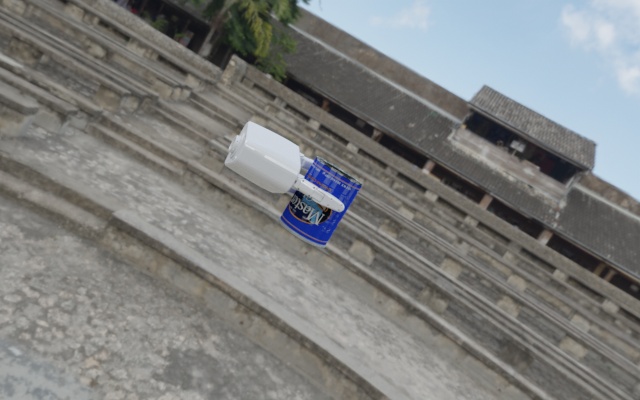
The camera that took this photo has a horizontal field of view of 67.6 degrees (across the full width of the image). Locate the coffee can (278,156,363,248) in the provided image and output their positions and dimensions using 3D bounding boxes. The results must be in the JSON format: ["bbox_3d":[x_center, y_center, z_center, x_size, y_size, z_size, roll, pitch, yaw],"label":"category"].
[{"bbox_3d":[0.000,0.003,0.892,0.103,0.140,0.103,31,8,-5],"label":"coffee can"}]
